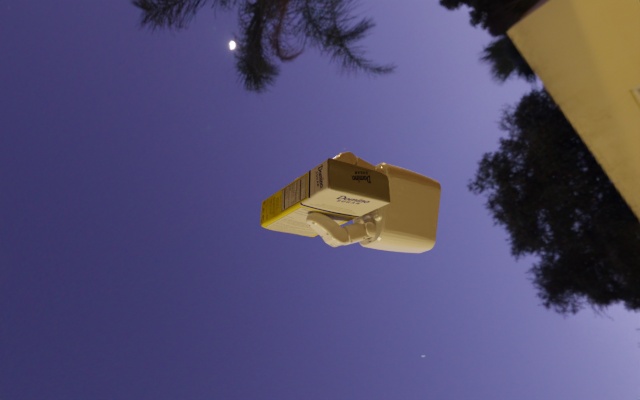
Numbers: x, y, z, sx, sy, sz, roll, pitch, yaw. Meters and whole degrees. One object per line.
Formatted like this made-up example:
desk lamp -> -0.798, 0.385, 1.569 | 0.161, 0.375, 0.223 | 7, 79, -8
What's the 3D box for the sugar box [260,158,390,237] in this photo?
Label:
sugar box -> 0.000, 0.002, 0.629 | 0.093, 0.048, 0.176 | 13, -26, -31
